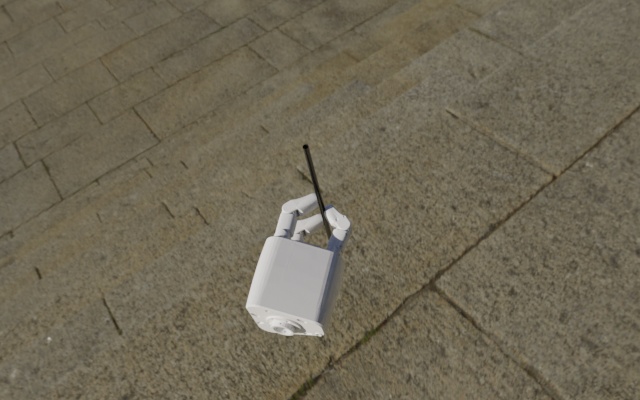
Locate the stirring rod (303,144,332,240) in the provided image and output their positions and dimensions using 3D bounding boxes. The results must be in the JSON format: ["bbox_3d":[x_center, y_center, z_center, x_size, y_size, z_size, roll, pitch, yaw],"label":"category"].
[{"bbox_3d":[0.000,0.002,0.706,0.011,0.011,0.240,0,-36,11],"label":"stirring rod"}]
